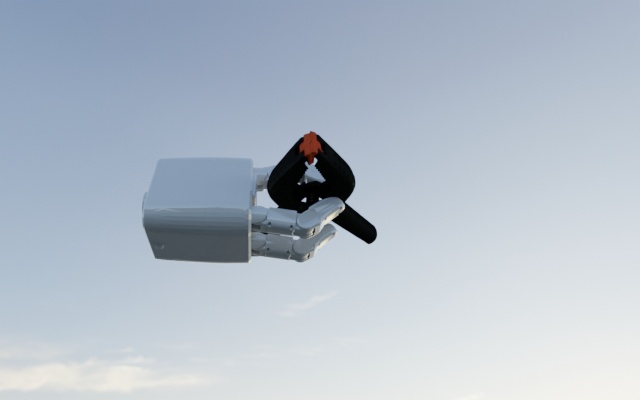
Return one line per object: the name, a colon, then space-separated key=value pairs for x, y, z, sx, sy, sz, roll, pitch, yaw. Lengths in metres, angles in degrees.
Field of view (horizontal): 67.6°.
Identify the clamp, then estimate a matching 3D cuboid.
clamp: x=0.000 y=0.001 z=0.543 sx=0.164 sy=0.036 sz=0.210 roll=-1 pitch=-33 yaw=-9
